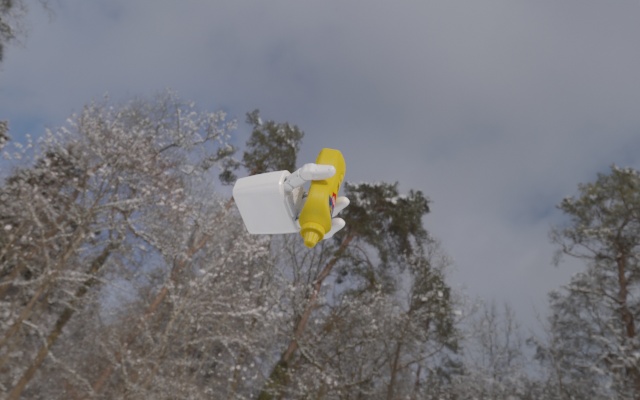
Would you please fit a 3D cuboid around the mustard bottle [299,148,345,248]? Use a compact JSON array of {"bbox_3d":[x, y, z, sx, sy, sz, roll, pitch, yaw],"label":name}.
[{"bbox_3d":[0.001,0.003,0.850,0.058,0.191,0.096,11,-40,6],"label":"mustard bottle"}]
